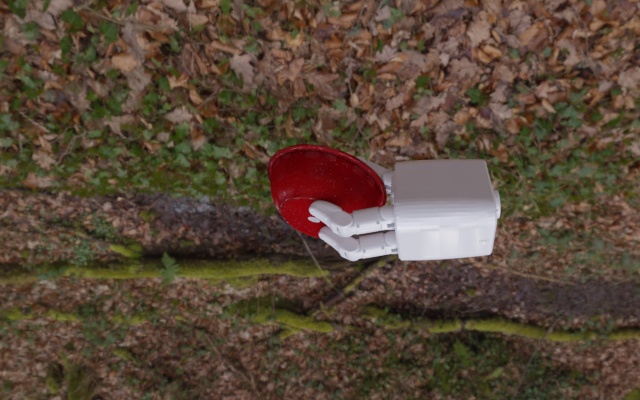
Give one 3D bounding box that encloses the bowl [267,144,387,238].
[{"bbox_3d":[-0.001,0.002,0.608,0.162,0.055,0.162,14,-32,9],"label":"bowl"}]
